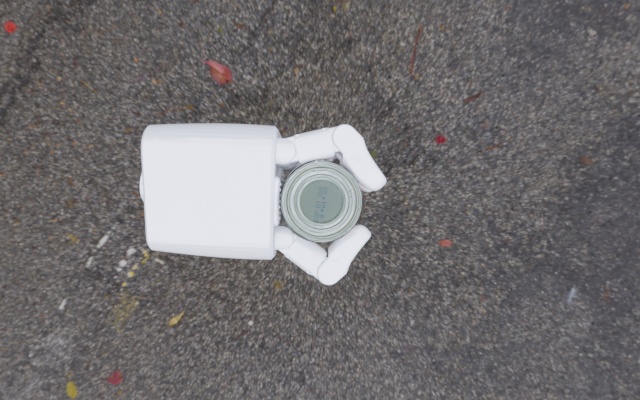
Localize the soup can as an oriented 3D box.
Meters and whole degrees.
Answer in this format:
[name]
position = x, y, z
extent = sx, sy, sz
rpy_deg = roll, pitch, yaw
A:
[soup can]
position = 0.001, 0.002, 0.426
extent = 0.068, 0.068, 0.102
rpy_deg = 0, -1, -1
